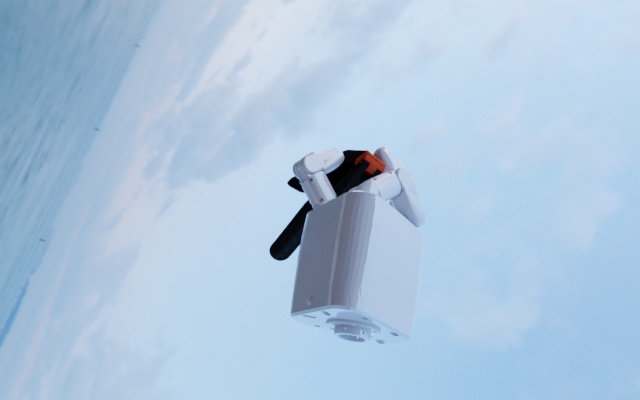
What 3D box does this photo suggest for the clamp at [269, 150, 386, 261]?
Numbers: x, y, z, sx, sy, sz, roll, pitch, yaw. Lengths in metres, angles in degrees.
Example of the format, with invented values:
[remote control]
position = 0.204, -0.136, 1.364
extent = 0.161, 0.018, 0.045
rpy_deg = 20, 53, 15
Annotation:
[clamp]
position = 0.001, 0.002, 0.532
extent = 0.039, 0.120, 0.171
rpy_deg = 25, -30, -26
